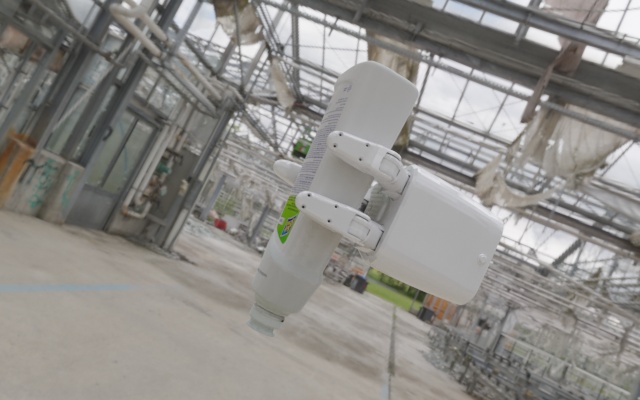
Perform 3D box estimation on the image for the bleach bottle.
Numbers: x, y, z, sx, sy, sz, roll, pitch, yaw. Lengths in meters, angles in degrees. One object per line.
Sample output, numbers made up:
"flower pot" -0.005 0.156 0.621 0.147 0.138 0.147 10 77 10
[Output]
"bleach bottle" 0.000 0.001 0.440 0.068 0.251 0.102 27 -5 -13
